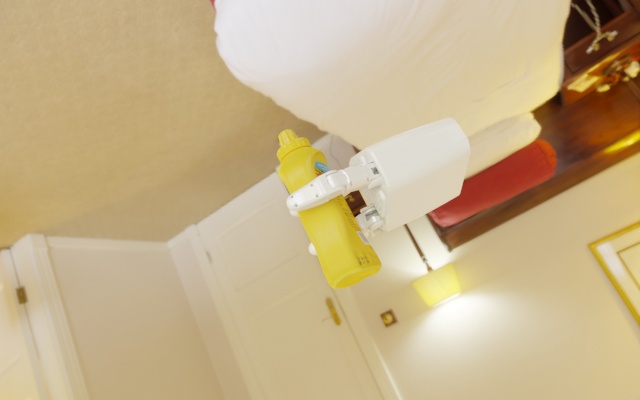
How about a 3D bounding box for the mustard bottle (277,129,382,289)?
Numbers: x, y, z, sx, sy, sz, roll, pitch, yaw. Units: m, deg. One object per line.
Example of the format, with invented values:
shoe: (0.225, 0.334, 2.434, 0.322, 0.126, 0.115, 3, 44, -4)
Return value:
mustard bottle: (0.000, 0.002, 0.536, 0.058, 0.191, 0.096, -30, -17, 13)
